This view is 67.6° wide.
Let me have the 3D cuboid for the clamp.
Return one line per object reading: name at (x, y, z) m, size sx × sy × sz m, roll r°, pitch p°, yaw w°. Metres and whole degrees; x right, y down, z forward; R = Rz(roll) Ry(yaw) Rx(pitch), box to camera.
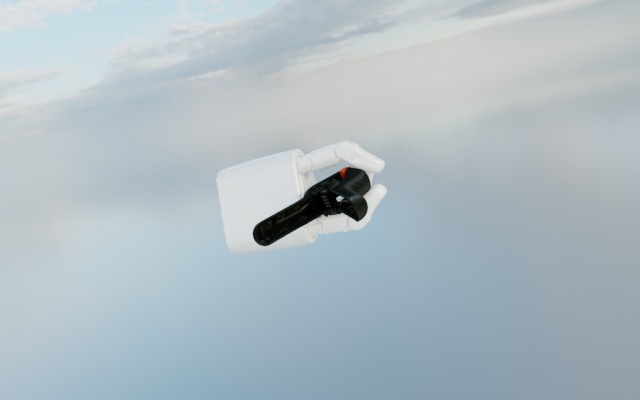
clamp at (0.000, 0.001, 0.512) m, size 0.120 × 0.039 × 0.171 m, roll -13°, pitch 11°, yaw 14°
